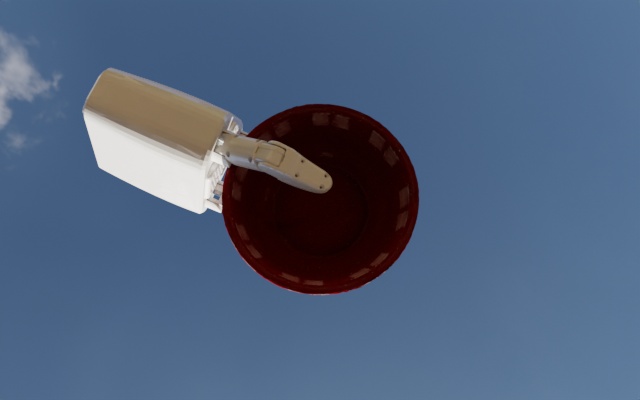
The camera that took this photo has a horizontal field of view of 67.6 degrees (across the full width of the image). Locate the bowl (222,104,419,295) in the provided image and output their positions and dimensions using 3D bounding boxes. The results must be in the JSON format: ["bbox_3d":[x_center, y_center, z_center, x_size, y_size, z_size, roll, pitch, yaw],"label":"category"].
[{"bbox_3d":[0.001,0.002,0.413,0.162,0.162,0.055,0,-15,0],"label":"bowl"}]
